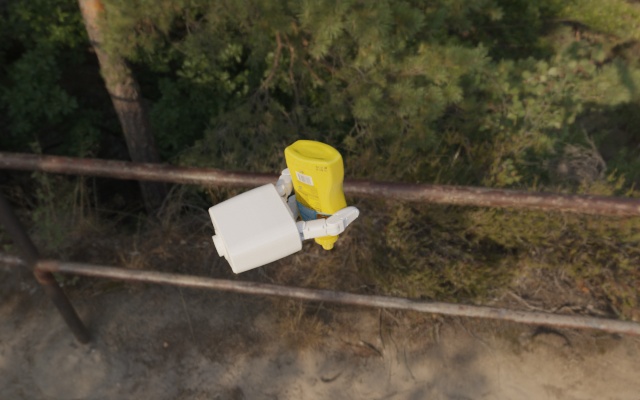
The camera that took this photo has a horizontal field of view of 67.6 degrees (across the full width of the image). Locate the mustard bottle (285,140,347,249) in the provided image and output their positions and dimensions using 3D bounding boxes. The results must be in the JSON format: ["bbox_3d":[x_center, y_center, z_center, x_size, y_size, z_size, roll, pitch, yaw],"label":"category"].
[{"bbox_3d":[0.000,0.002,0.763,0.096,0.192,0.058,21,46,36],"label":"mustard bottle"}]
